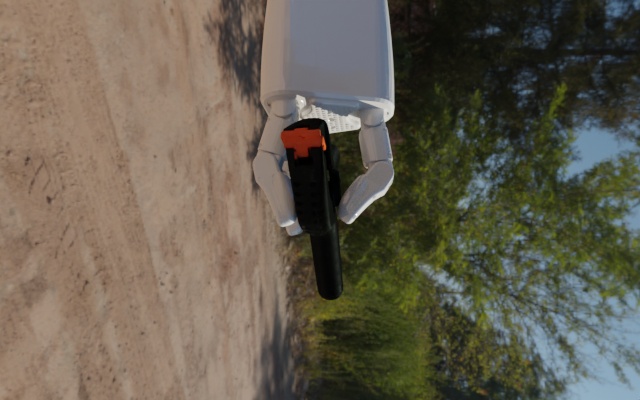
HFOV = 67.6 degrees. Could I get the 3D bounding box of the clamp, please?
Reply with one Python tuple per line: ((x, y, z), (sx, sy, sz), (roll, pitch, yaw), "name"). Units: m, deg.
((0.001, 0.001, 0.410), (0.036, 0.164, 0.210), (-4, -12, 6), "clamp")
